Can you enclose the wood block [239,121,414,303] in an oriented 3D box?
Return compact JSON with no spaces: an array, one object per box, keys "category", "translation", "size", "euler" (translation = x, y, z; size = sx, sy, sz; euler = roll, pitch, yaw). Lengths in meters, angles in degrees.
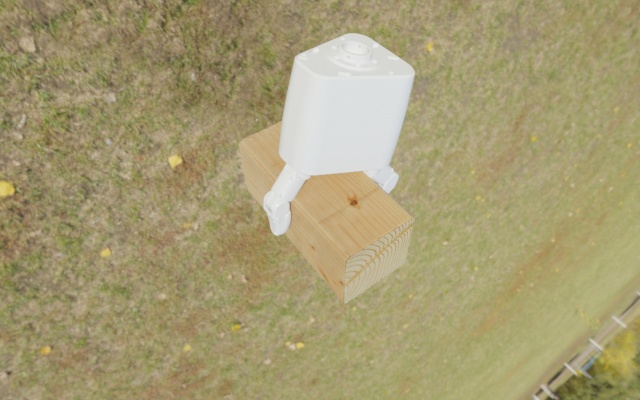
[{"category":"wood block","translation":[0.000,0.002,0.553],"size":[0.091,0.090,0.206],"euler":[-29,55,-22]}]
